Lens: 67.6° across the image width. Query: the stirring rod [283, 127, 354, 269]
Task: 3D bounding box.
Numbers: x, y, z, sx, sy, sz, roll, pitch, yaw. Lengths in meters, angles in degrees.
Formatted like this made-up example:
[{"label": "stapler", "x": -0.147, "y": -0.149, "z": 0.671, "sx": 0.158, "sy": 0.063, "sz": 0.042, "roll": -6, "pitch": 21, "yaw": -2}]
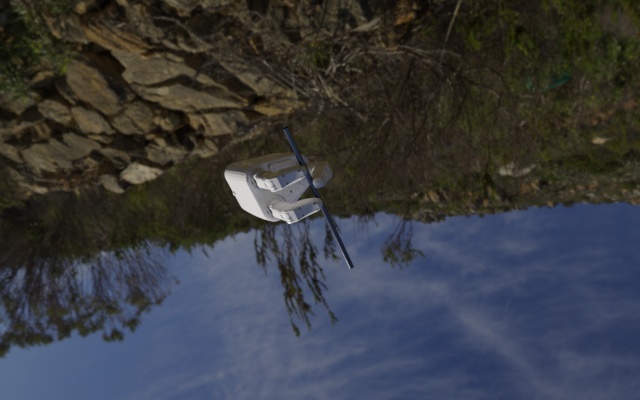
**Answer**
[{"label": "stirring rod", "x": 0.000, "y": 0.002, "z": 0.697, "sx": 0.011, "sy": 0.240, "sz": 0.011, "roll": -22, "pitch": 22, "yaw": 9}]
